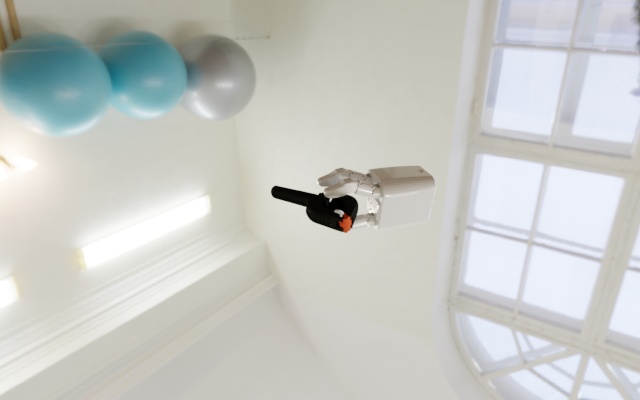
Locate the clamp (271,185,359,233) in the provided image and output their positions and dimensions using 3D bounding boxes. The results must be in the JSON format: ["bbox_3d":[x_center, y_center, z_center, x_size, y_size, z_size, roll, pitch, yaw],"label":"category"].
[{"bbox_3d":[0.001,0.004,0.874,0.164,0.036,0.210,-10,26,-9],"label":"clamp"}]
